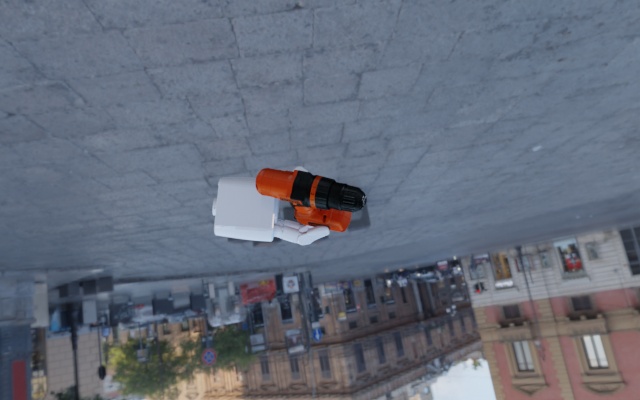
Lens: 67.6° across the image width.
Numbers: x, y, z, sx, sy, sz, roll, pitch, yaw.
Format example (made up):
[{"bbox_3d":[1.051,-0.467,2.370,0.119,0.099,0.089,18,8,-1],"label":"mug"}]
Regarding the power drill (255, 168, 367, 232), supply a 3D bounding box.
[{"bbox_3d":[0.000,0.003,0.820,0.184,0.057,0.188,14,-14,18],"label":"power drill"}]
